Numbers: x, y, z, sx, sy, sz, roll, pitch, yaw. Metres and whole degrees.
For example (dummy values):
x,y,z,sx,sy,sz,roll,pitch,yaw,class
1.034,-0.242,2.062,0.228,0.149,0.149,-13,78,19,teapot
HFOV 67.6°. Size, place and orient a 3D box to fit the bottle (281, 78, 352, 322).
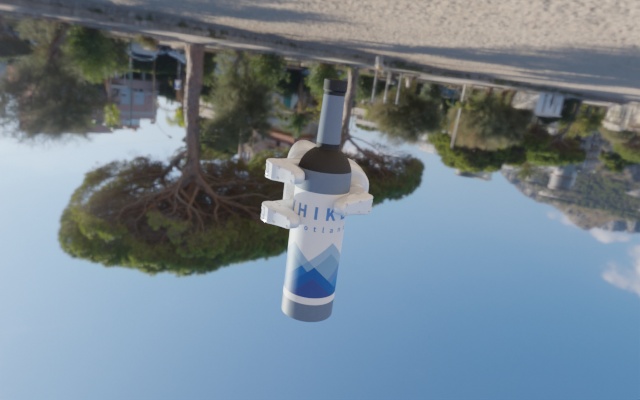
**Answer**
x,y,z,sx,sy,sz,roll,pitch,yaw,class
0.000,0.002,0.587,0.069,0.296,0.069,7,15,-2,bottle
